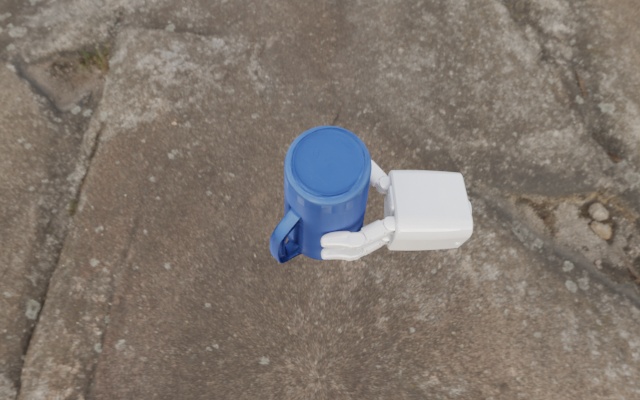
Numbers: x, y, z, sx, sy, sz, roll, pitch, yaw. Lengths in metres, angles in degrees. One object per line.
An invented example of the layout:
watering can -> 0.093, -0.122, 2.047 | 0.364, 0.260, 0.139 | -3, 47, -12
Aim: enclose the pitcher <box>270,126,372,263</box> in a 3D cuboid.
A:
pitcher -> 0.000, 0.002, 0.686 | 0.145, 0.149, 0.243 | 2, -20, 0
